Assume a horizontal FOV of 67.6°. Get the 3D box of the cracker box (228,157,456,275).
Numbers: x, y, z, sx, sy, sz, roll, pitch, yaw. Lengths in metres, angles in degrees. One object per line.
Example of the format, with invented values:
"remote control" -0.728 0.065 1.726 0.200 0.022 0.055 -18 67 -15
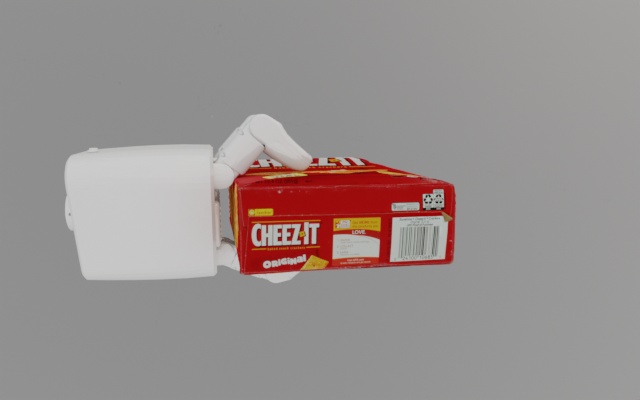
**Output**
"cracker box" 0.000 0.002 0.441 0.164 0.072 0.213 -2 10 -12
